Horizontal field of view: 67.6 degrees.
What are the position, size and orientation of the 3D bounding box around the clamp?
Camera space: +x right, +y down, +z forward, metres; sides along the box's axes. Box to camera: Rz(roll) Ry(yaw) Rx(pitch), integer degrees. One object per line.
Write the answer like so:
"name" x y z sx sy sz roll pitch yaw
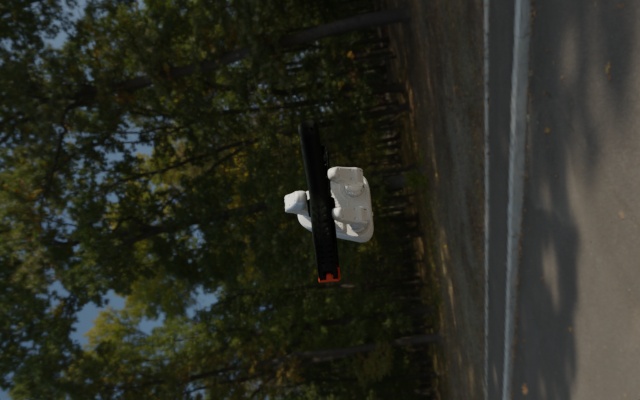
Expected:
"clamp" -0.001 0.003 0.638 0.036 0.210 0.164 -7 -12 7
